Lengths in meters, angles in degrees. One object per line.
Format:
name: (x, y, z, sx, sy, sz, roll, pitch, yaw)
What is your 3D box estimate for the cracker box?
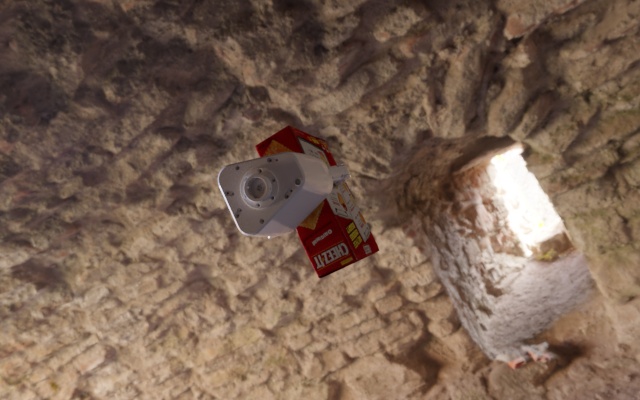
cracker box: (0.000, 0.002, 0.738, 0.072, 0.213, 0.164, -28, -9, 16)
